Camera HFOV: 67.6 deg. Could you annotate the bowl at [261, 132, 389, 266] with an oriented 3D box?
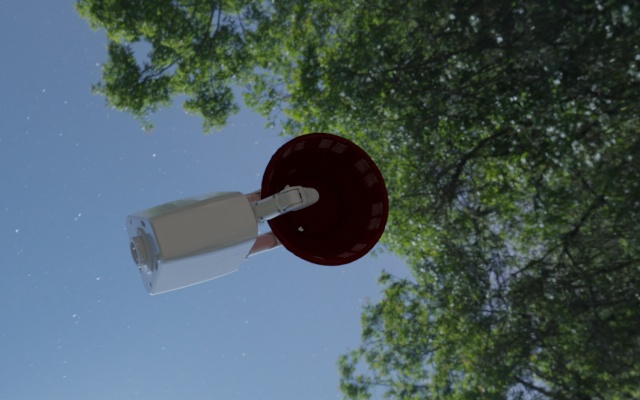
[{"bbox_3d":[0.001,0.002,0.583,0.162,0.162,0.055,0,-13,-21],"label":"bowl"}]
